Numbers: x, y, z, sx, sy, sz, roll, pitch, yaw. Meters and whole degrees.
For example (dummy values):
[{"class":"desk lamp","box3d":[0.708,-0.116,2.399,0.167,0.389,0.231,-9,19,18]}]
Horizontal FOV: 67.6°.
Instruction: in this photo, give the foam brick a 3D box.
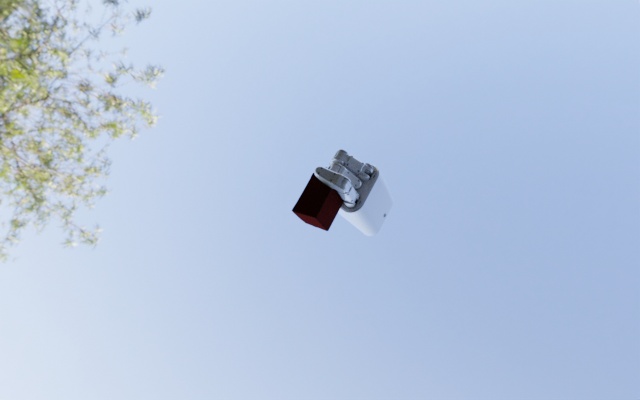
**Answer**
[{"class":"foam brick","box3d":[0.000,0.003,0.798,0.053,0.078,0.051,18,-20,34]}]
